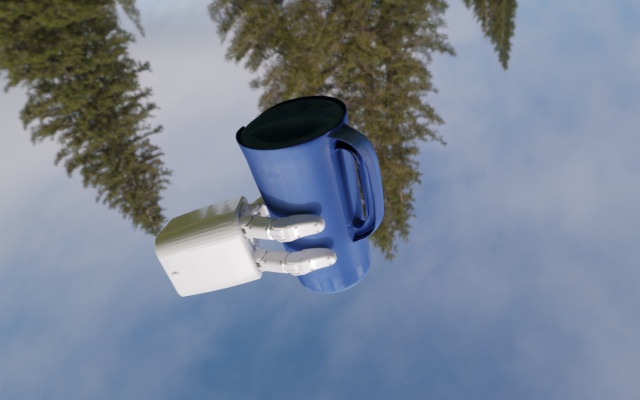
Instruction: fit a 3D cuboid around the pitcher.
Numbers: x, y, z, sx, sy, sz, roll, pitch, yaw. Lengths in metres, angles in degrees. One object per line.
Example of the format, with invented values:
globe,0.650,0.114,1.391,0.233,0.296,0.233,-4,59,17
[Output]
pitcher,0.000,0.002,0.606,0.145,0.243,0.149,-17,33,0
